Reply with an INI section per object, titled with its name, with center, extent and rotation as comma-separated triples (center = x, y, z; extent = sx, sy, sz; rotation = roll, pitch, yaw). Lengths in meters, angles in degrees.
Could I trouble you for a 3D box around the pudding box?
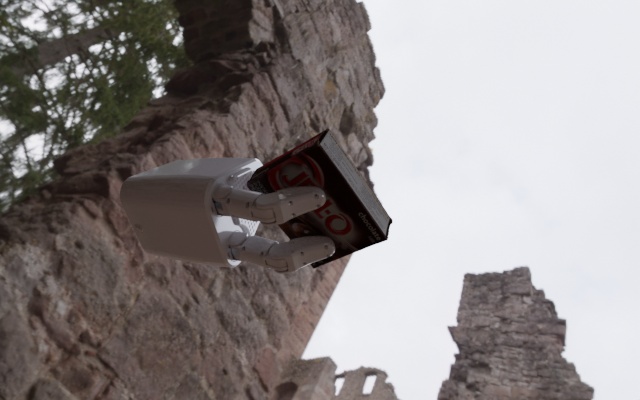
[pudding box]
center = 0.000, 0.001, 0.449
extent = 0.090, 0.113, 0.039
rotation = -26, 23, 33
